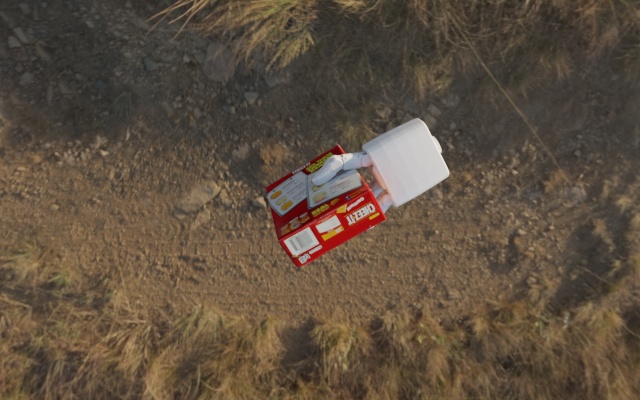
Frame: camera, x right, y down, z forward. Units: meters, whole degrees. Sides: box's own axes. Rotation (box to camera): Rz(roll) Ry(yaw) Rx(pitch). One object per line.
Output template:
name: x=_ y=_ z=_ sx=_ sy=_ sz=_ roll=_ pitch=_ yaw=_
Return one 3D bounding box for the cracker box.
cracker box: x=0.000 y=0.003 z=0.825 sx=0.164 sy=0.072 sz=0.213 roll=-30 pitch=27 yaw=3
